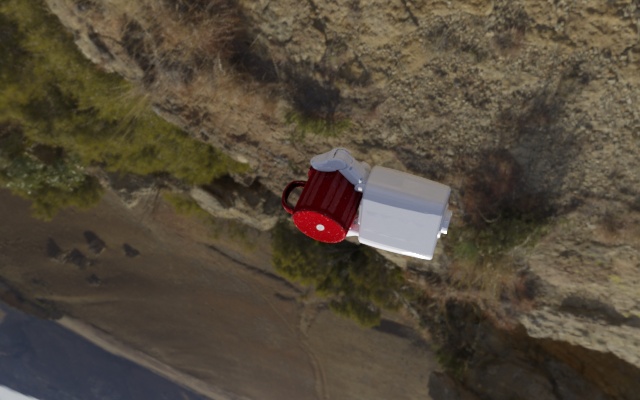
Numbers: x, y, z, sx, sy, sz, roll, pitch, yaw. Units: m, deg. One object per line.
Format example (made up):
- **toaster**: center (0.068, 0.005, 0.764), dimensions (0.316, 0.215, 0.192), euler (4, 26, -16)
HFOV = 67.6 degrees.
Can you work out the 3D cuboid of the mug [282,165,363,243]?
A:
- **mug**: center (-0.001, 0.002, 0.673), dimensions (0.117, 0.081, 0.093), euler (14, -33, 17)
